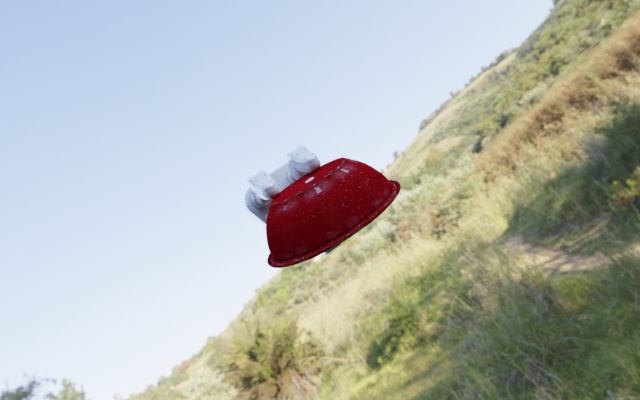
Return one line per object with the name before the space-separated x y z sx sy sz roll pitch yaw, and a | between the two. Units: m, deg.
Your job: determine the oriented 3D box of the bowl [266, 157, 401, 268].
bowl | 0.000 0.001 0.498 0.162 0.055 0.162 -30 11 7
